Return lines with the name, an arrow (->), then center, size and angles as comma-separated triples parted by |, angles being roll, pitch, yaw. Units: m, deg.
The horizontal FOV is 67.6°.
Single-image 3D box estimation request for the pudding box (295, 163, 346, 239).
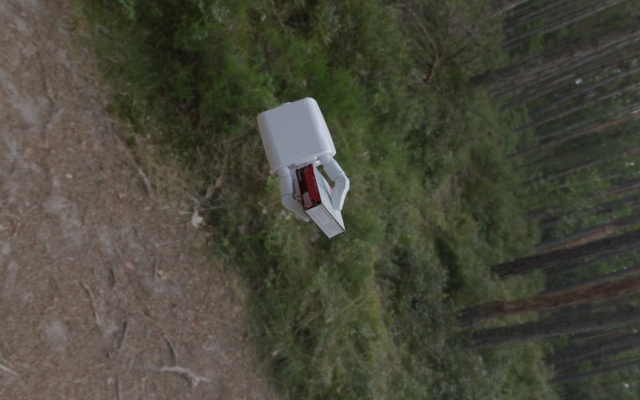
pudding box -> 0.000, 0.003, 0.833 | 0.039, 0.090, 0.113 | -23, -37, 15
